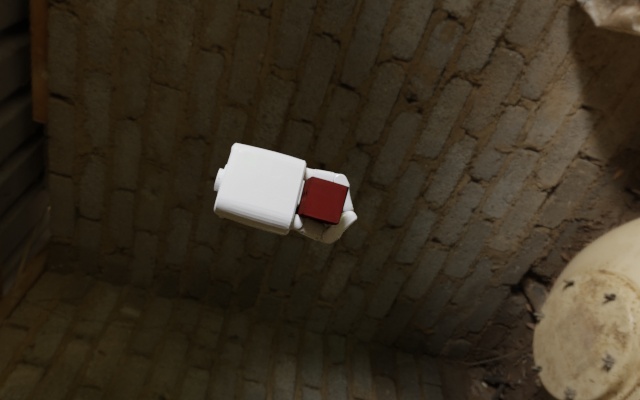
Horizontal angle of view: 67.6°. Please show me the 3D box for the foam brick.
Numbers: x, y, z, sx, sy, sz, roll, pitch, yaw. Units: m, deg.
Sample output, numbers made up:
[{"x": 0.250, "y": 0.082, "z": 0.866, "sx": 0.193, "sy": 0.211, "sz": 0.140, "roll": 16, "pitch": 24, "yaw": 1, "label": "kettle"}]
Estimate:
[{"x": 0.000, "y": 0.002, "z": 0.648, "sx": 0.051, "sy": 0.053, "sz": 0.078, "roll": 17, "pitch": -7, "yaw": -8, "label": "foam brick"}]
